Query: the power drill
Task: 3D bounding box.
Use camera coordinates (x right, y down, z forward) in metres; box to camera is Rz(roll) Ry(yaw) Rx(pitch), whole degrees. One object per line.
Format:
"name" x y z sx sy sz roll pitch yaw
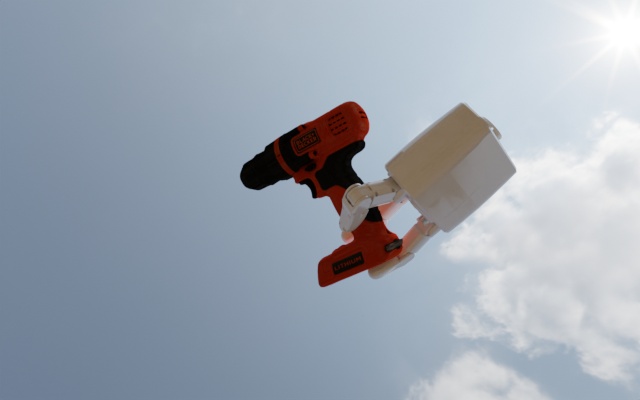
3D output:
"power drill" 0.001 0.002 0.563 0.184 0.187 0.057 -26 -6 30
